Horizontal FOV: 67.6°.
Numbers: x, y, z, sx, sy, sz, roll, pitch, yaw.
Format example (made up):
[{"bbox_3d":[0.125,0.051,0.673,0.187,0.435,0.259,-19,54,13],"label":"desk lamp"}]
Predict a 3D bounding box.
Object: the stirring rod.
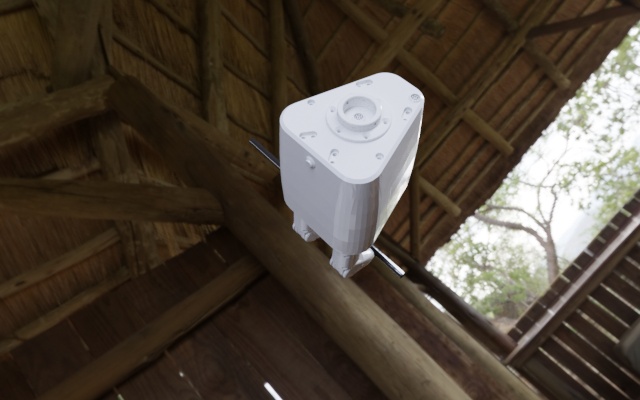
[{"bbox_3d":[0.000,0.002,0.525,0.239,0.011,0.011,42,19,23],"label":"stirring rod"}]
